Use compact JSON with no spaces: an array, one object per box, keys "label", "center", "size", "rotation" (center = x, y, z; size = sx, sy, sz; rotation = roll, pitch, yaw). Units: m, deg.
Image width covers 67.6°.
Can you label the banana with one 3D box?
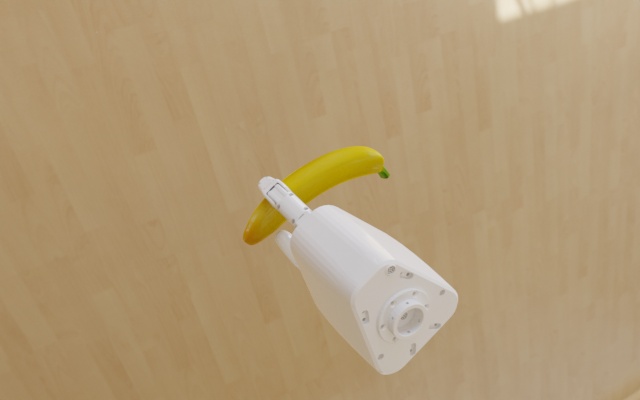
[{"label":"banana","center":[0.000,-0.015,0.527],"size":[0.198,0.070,0.037],"rotation":[-24,35,-20]}]
